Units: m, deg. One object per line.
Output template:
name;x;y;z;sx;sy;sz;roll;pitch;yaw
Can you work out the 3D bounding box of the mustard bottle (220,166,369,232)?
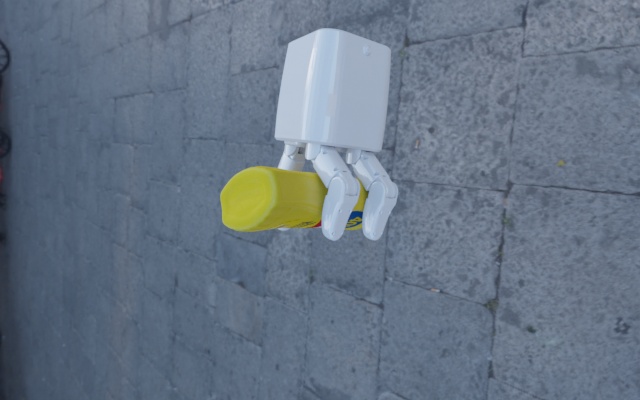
mustard bottle;0.000;0.002;0.501;0.191;0.058;0.096;2;-16;-41
